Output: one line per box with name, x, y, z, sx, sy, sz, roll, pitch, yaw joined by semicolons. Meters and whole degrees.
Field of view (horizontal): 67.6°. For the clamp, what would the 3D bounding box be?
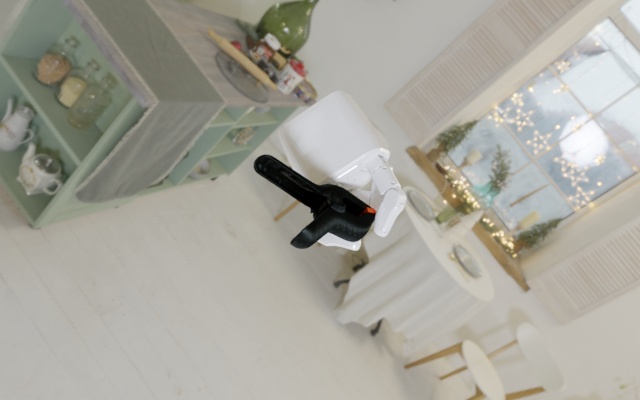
clamp;0.001;0.001;0.540;0.039;0.120;0.171;-39;-24;25
